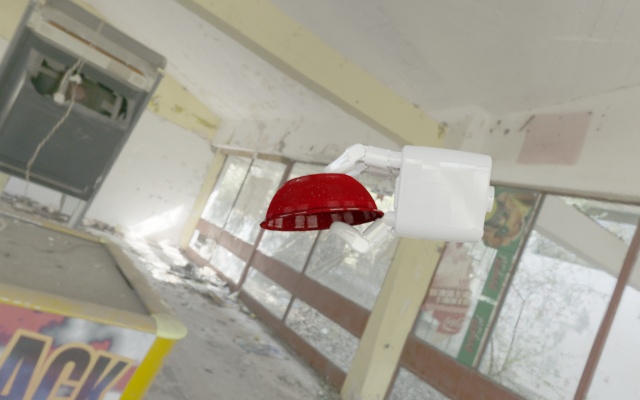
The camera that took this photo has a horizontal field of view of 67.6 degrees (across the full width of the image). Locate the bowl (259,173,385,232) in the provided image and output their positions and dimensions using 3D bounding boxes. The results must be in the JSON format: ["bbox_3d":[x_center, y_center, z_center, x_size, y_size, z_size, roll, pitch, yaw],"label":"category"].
[{"bbox_3d":[-0.001,0.002,0.620,0.162,0.055,0.162,-6,-11,-1],"label":"bowl"}]
